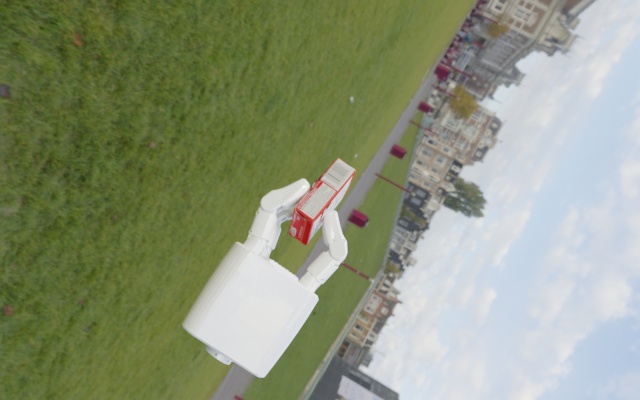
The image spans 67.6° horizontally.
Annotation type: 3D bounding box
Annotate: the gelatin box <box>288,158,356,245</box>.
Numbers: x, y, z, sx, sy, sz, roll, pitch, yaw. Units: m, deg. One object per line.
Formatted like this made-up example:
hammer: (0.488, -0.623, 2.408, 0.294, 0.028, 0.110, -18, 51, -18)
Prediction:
gelatin box: (0.001, 0.002, 0.569, 0.030, 0.089, 0.073, 36, -25, 8)
